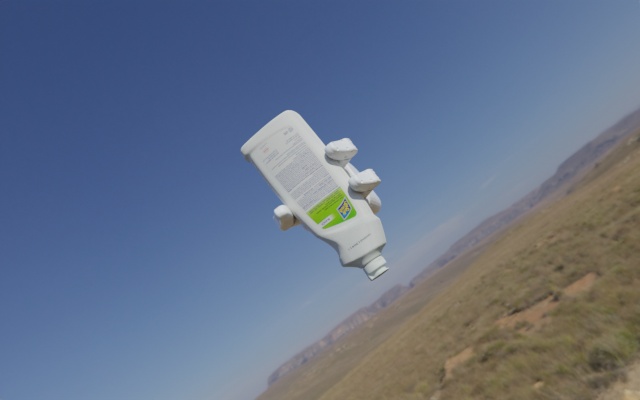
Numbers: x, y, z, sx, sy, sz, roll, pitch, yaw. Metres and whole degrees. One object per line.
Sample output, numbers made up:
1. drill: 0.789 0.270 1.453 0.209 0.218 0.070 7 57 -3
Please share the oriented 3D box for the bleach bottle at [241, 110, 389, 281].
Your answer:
1. bleach bottle: 0.000 0.002 0.646 0.102 0.250 0.068 -39 -15 12
